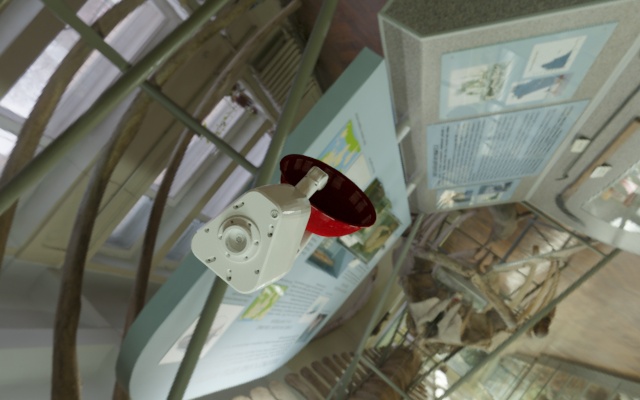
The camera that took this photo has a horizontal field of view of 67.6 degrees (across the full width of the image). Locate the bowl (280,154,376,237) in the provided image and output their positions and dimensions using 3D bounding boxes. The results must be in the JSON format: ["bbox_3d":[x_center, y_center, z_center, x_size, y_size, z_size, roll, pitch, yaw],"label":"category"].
[{"bbox_3d":[0.001,0.002,0.696,0.162,0.055,0.162,27,26,-14],"label":"bowl"}]
